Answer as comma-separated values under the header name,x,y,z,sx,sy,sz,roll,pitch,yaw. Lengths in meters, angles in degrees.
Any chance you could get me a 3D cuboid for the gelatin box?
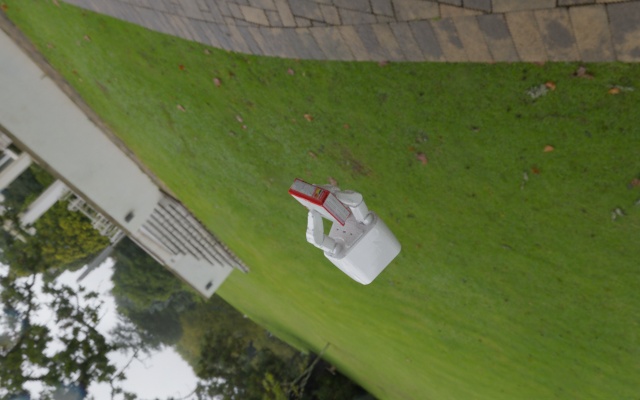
name,x,y,z,sx,sy,sz,roll,pitch,yaw
gelatin box,0.000,0.003,0.786,0.073,0.030,0.089,23,-11,35
